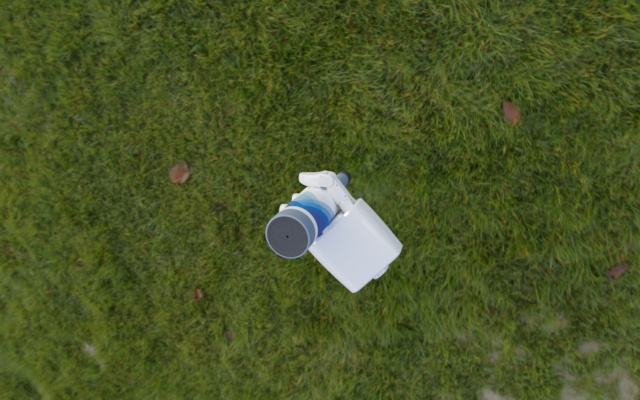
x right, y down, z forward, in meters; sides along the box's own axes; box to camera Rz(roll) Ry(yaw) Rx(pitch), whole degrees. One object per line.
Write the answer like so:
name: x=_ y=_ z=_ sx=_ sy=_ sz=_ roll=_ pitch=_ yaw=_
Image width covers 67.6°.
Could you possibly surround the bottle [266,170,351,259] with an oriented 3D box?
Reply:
bottle: x=0.000 y=0.003 z=0.791 sx=0.069 sy=0.069 sz=0.295 roll=0 pitch=19 yaw=19
